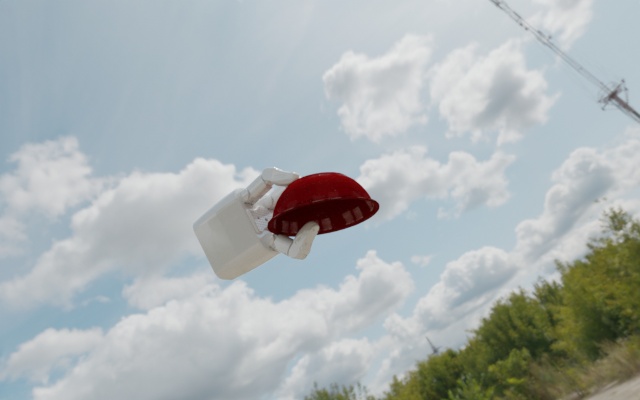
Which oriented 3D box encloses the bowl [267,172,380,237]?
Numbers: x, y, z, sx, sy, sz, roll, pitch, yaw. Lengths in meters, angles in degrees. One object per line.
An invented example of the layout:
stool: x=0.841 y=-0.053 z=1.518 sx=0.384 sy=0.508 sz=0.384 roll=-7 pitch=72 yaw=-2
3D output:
bowl: x=0.001 y=0.001 z=0.685 sx=0.162 sy=0.055 sz=0.162 roll=-10 pitch=-19 yaw=-3
